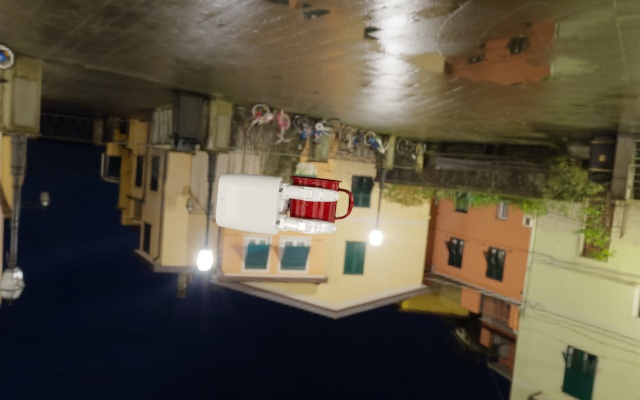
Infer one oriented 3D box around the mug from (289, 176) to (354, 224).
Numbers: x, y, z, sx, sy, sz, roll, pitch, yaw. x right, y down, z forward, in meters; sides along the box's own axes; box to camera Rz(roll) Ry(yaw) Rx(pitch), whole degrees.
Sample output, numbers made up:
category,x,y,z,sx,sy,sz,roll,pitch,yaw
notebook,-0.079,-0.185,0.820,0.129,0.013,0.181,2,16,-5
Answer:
category,x,y,z,sx,sy,sz,roll,pitch,yaw
mug,0.002,0.003,0.841,0.117,0.081,0.093,7,5,10
